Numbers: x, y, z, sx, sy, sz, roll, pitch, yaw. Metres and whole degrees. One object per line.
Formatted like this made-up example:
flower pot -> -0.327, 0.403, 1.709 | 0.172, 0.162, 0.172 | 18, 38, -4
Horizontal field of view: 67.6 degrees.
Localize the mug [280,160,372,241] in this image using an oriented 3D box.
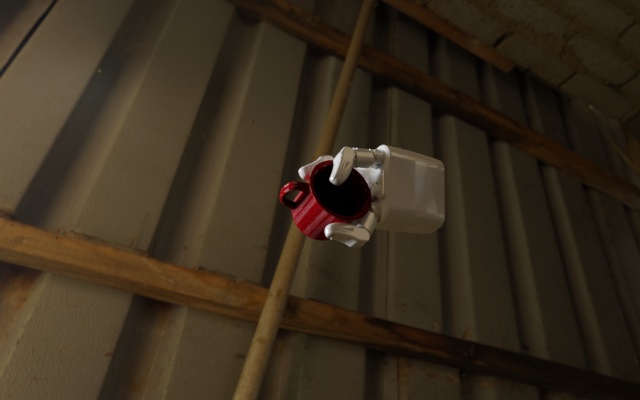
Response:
mug -> -0.001, 0.002, 0.658 | 0.117, 0.093, 0.081 | 11, -34, -23
